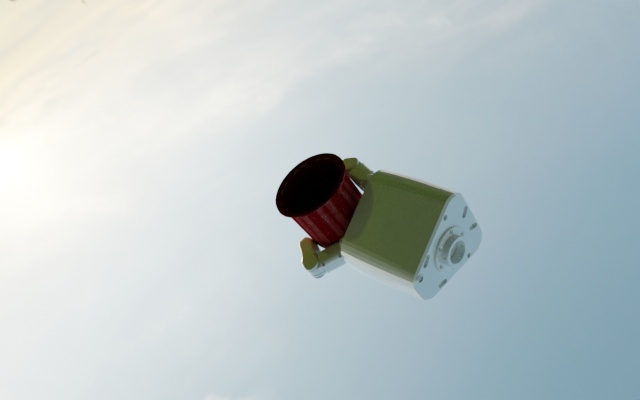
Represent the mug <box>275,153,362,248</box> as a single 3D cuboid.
[{"bbox_3d":[-0.001,0.002,0.575,0.117,0.093,0.081,22,-21,48],"label":"mug"}]
